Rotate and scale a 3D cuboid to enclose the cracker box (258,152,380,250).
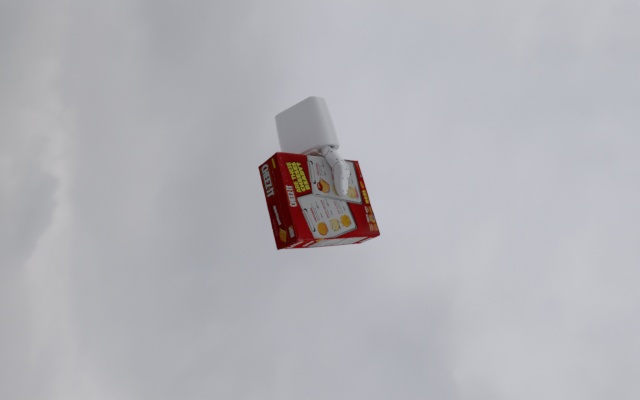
[{"bbox_3d":[0.000,0.003,0.896,0.214,0.164,0.072,1,-22,-43],"label":"cracker box"}]
